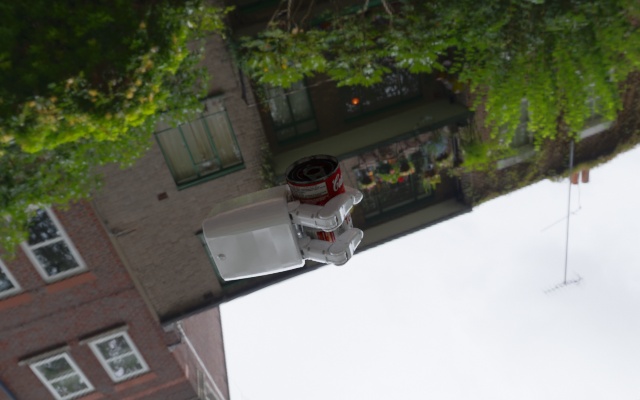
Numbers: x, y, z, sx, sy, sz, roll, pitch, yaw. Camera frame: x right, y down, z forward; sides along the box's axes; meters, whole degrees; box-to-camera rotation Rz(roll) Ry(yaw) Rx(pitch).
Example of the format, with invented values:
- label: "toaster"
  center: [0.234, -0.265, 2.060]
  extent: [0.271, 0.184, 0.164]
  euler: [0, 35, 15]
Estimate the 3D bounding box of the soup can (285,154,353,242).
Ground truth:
- label: "soup can"
  center: [0.001, 0.002, 0.609]
  extent: [0.068, 0.102, 0.068]
  euler: [-11, 31, 6]
